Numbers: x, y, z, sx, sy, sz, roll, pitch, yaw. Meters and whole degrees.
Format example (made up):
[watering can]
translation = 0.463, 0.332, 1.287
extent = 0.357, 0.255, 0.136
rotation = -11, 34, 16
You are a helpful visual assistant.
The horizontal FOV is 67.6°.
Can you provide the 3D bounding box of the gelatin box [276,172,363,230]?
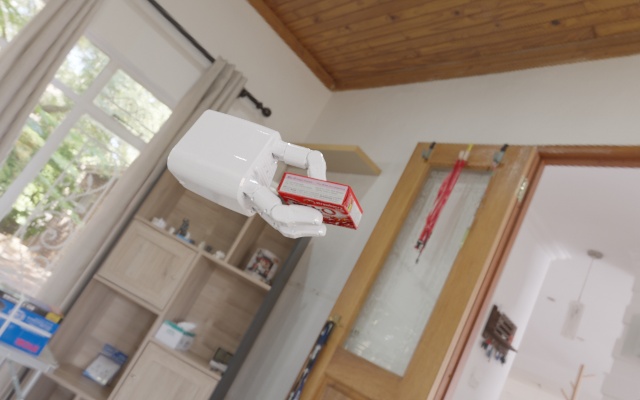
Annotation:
[gelatin box]
translation = 0.001, 0.002, 0.578
extent = 0.089, 0.030, 0.073
rotation = 12, -21, 22
